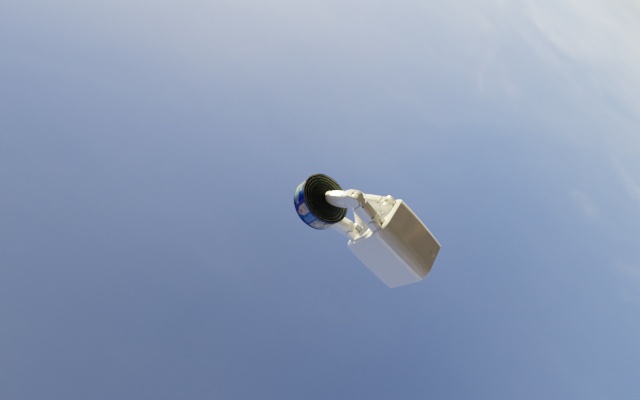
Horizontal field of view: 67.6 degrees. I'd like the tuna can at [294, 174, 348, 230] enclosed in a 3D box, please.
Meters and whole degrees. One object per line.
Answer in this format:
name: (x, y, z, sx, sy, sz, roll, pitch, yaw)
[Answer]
tuna can: (0.000, 0.003, 0.762, 0.086, 0.086, 0.034, 0, -23, -40)
